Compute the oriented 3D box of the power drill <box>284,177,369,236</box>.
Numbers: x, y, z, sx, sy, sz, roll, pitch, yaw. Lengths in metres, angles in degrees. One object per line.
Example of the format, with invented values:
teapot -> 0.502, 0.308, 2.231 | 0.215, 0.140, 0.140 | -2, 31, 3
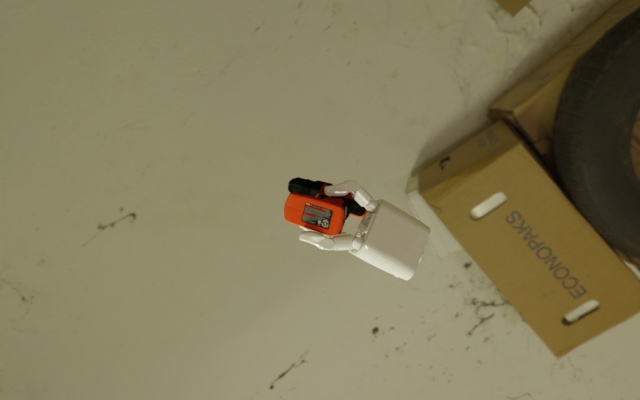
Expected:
power drill -> 0.000, 0.003, 0.889 | 0.184, 0.057, 0.187 | 15, 15, 15
